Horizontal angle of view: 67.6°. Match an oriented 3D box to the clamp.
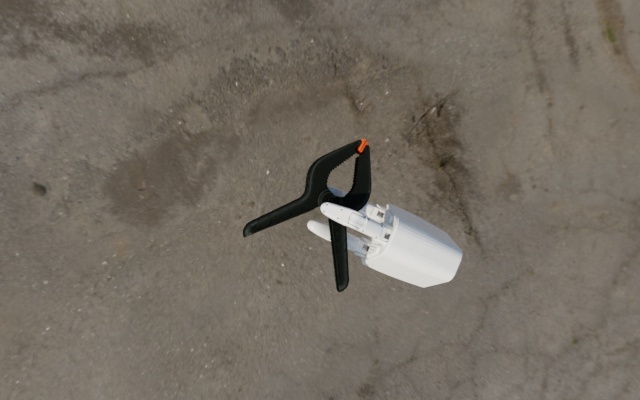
[{"bbox_3d":[0.001,0.002,0.666,0.164,0.210,0.036,24,-5,-9],"label":"clamp"}]
